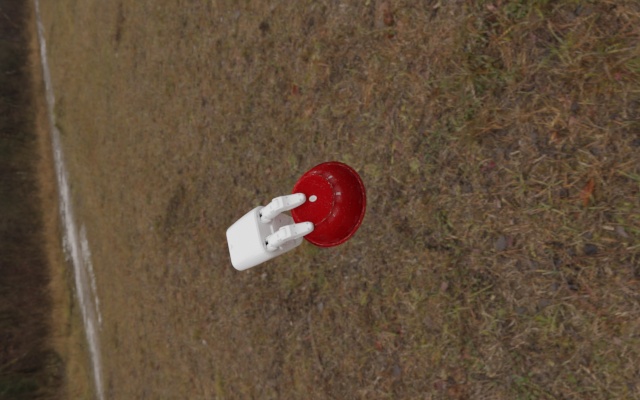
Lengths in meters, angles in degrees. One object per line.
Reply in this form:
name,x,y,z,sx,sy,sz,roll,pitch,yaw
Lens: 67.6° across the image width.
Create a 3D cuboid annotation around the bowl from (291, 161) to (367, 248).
bowl,0.001,0.002,0.861,0.162,0.162,0.055,0,-8,33
